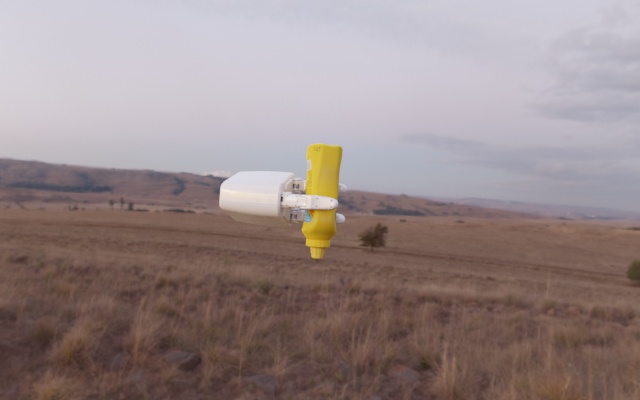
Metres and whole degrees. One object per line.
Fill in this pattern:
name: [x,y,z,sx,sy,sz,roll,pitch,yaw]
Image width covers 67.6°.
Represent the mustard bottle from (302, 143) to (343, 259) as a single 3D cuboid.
mustard bottle: [0.000,0.002,0.810,0.058,0.191,0.096,4,0,-14]
